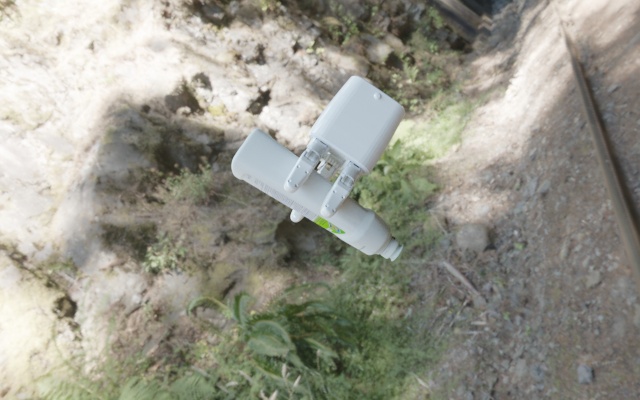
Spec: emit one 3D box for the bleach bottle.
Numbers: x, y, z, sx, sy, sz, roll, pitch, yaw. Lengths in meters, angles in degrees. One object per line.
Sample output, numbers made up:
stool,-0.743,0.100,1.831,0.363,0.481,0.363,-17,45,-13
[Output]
bleach bottle,0.000,0.002,0.654,0.251,0.068,0.102,34,-9,-2
